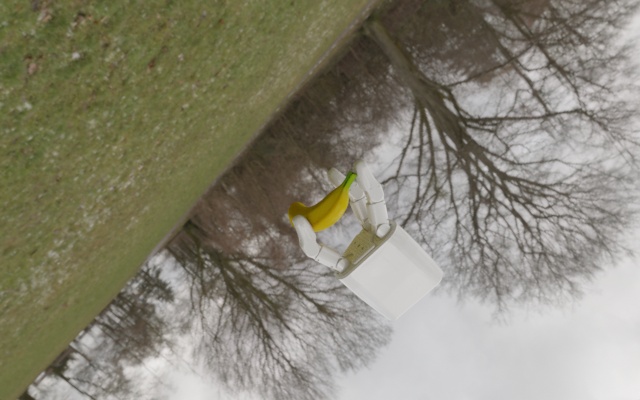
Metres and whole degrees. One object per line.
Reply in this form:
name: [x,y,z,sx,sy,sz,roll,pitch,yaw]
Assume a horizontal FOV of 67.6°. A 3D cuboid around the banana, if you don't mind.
banana: [-0.007,0.016,0.693,0.037,0.069,0.198,39,-27,-15]
